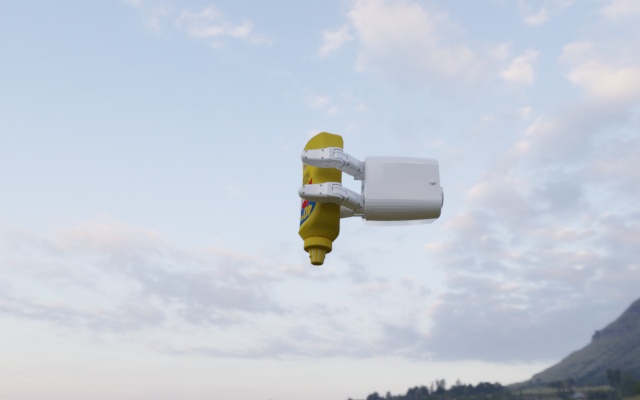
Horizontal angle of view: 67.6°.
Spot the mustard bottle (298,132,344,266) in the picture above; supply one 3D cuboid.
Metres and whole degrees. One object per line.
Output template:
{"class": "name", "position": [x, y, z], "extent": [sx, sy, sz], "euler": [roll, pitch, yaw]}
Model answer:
{"class": "mustard bottle", "position": [0.000, 0.002, 0.701], "extent": [0.058, 0.191, 0.096], "euler": [11, -27, -18]}
